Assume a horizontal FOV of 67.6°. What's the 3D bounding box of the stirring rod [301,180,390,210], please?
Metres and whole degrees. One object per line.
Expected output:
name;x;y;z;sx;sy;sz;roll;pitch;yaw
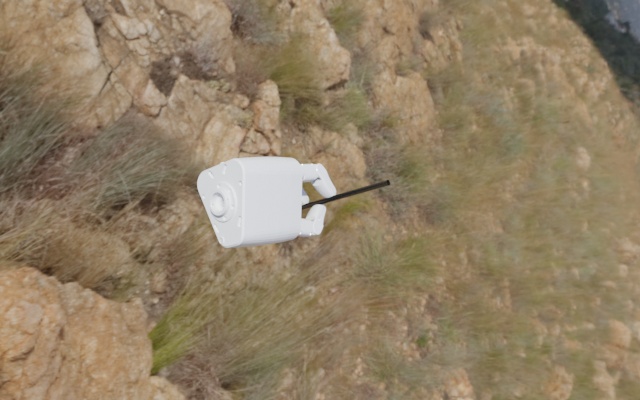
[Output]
stirring rod;0.000;0.002;0.722;0.239;0.011;0.011;-16;-10;37
